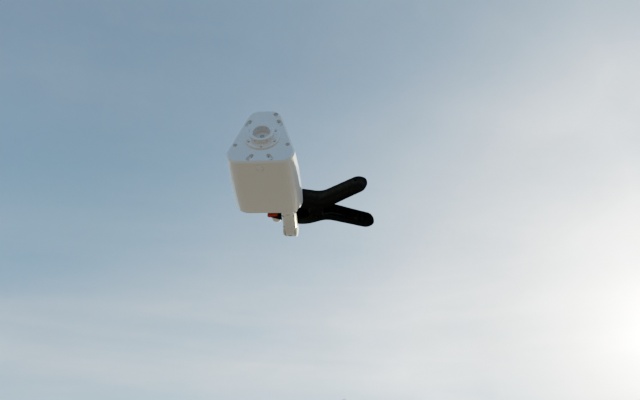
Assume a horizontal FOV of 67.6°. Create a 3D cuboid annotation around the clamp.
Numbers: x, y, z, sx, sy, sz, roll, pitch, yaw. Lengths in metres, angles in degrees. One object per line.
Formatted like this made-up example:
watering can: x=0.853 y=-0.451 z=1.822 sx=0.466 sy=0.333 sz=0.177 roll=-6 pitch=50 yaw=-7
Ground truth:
clamp: x=0.000 y=0.002 z=0.742 sx=0.171 sy=0.039 sz=0.120 roll=-1 pitch=-40 yaw=2
